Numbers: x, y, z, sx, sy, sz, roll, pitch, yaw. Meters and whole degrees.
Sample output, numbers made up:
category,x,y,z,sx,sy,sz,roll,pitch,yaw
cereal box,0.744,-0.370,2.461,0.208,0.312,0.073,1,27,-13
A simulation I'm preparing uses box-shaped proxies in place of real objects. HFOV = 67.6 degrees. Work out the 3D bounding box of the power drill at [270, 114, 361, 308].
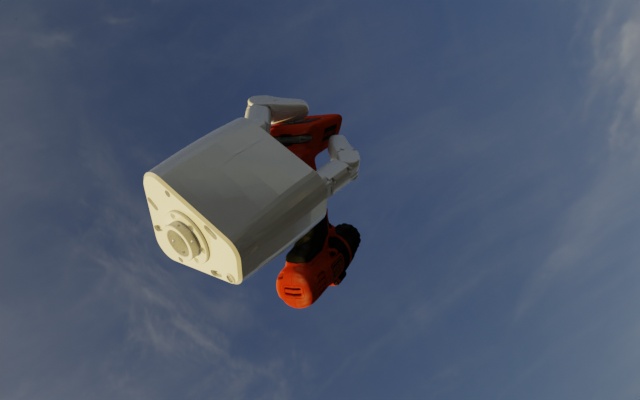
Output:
category,x,y,z,sx,sy,sz,roll,pitch,yaw
power drill,0.000,0.001,0.531,0.057,0.188,0.184,-2,14,21
